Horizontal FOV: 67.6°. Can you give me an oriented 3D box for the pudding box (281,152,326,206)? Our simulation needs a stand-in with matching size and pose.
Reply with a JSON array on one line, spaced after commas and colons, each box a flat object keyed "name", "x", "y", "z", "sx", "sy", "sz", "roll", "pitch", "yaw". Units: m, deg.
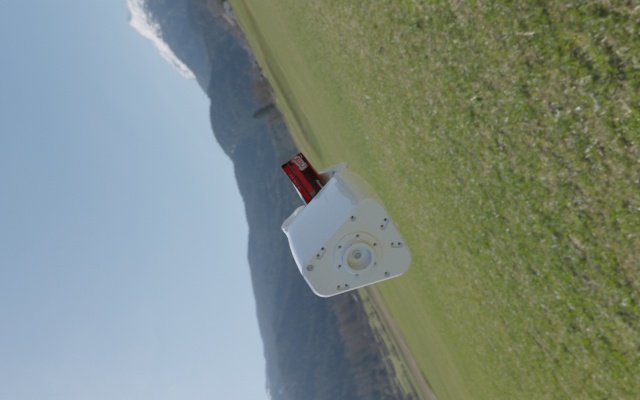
[{"name": "pudding box", "x": 0.000, "y": 0.002, "z": 0.637, "sx": 0.039, "sy": 0.090, "sz": 0.114, "roll": -33, "pitch": -43, "yaw": -2}]
